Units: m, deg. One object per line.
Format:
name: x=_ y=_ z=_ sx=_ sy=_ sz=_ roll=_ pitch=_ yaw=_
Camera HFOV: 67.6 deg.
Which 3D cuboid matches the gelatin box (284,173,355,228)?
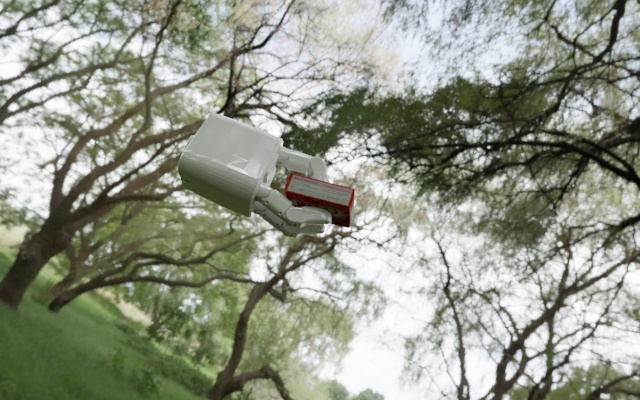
gelatin box: x=0.001 y=0.002 z=0.633 sx=0.089 sy=0.030 sz=0.073 roll=14 pitch=-23 yaw=10
